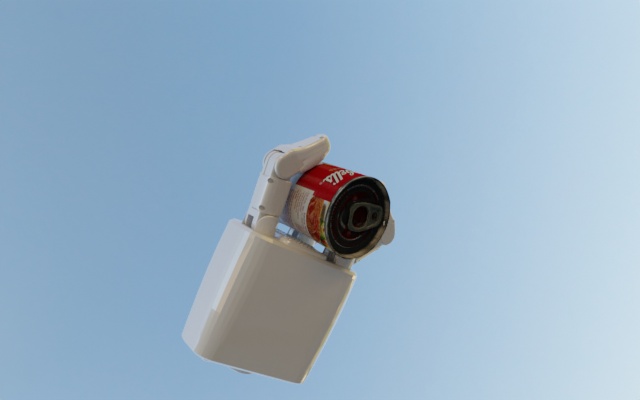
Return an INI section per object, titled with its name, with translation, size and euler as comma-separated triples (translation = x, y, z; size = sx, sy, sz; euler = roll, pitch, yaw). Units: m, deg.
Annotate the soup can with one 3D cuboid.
[soup can]
translation = 0.000, 0.001, 0.410
size = 0.068, 0.068, 0.102
euler = 0, 15, -40
